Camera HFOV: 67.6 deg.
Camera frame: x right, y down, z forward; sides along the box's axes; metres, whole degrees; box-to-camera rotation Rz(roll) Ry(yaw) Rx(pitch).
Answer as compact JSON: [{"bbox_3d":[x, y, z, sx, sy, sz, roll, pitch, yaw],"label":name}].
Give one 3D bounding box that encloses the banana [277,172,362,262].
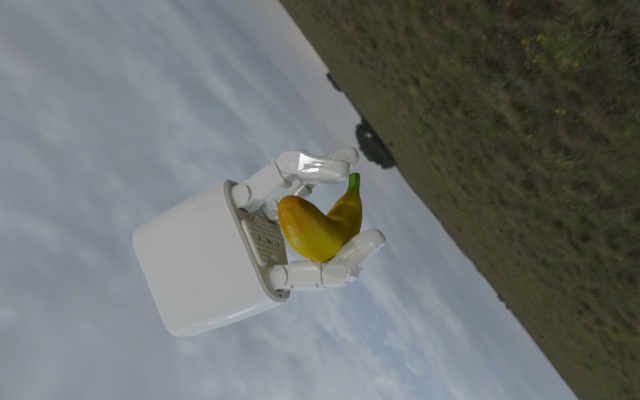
[{"bbox_3d":[0.005,0.019,0.415,0.037,0.069,0.198,-11,5,17],"label":"banana"}]
